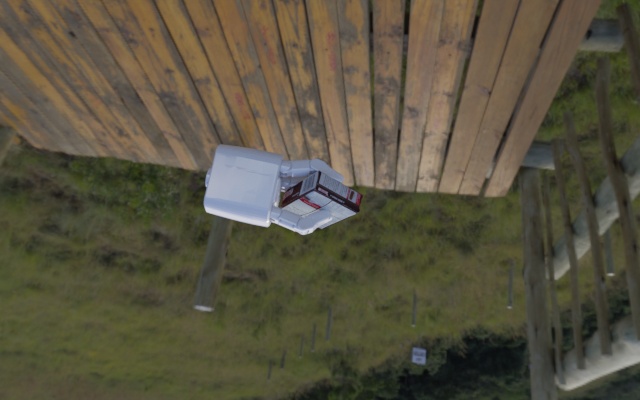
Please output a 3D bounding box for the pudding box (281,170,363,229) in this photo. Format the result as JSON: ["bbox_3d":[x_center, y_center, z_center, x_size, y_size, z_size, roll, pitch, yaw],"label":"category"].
[{"bbox_3d":[0.000,0.003,0.784,0.090,0.039,0.113,27,-28,-24],"label":"pudding box"}]
